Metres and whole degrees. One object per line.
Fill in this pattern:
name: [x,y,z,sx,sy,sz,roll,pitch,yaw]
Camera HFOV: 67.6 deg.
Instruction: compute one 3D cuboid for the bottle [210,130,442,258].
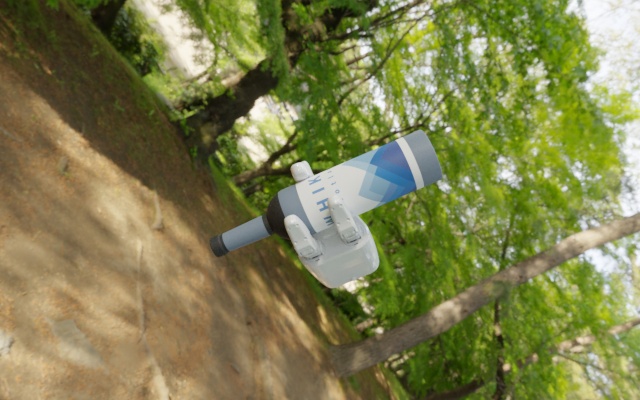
bottle: [0.000,0.002,0.594,0.296,0.069,0.069,-23,-2,5]
